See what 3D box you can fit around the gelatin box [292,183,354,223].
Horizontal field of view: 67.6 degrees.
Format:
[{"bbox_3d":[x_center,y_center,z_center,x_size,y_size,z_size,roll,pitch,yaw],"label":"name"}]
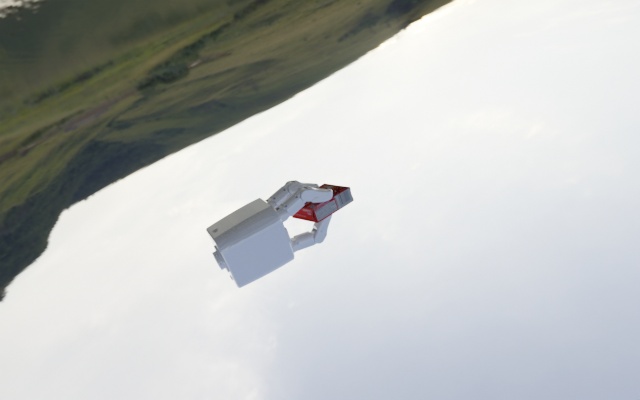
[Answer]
[{"bbox_3d":[0.001,0.003,0.821,0.089,0.030,0.073,-30,23,-30],"label":"gelatin box"}]
